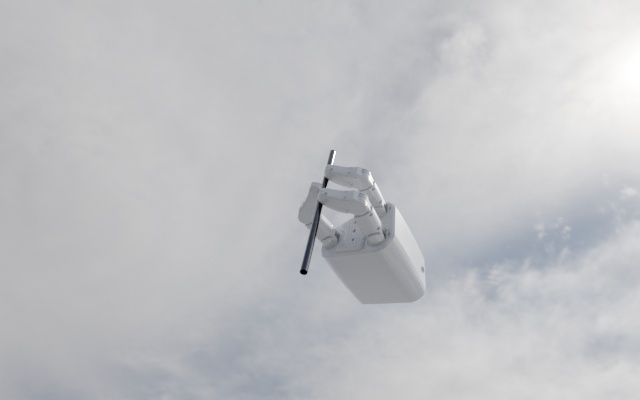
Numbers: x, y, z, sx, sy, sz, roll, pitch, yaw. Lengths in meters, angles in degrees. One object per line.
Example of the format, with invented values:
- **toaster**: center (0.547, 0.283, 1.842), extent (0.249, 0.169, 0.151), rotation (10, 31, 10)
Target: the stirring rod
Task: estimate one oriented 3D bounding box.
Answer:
- **stirring rod**: center (0.000, 0.002, 0.571), extent (0.011, 0.011, 0.239), rotation (0, 35, 10)
